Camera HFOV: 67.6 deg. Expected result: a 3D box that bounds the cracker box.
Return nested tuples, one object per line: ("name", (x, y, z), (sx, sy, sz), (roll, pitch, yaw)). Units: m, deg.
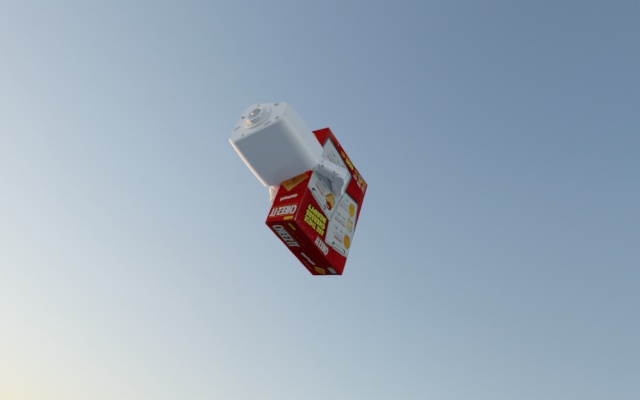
("cracker box", (0.000, 0.003, 0.858), (0.072, 0.213, 0.164), (-8, -44, 33))
